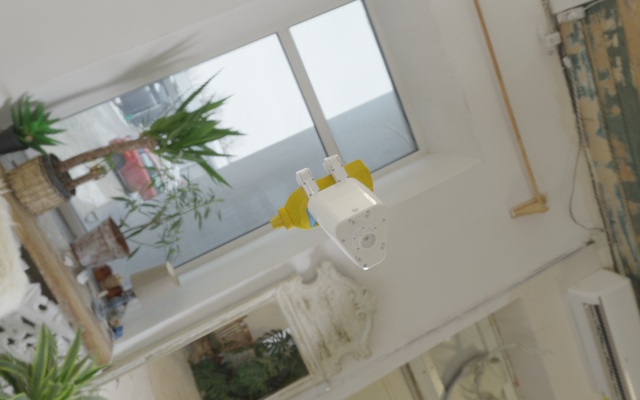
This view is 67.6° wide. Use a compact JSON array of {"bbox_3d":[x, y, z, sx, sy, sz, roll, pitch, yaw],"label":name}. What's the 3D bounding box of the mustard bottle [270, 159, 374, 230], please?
[{"bbox_3d":[0.000,0.002,0.853,0.191,0.058,0.096,-26,-35,-11],"label":"mustard bottle"}]
